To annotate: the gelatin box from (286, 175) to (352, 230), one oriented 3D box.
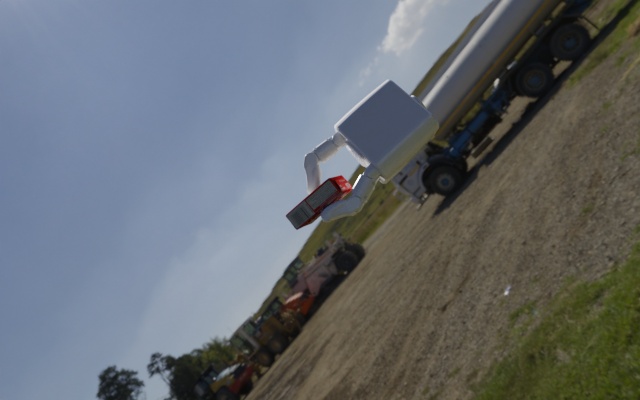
[{"bbox_3d":[0.000,0.002,0.696,0.089,0.030,0.073,-40,-6,15],"label":"gelatin box"}]
